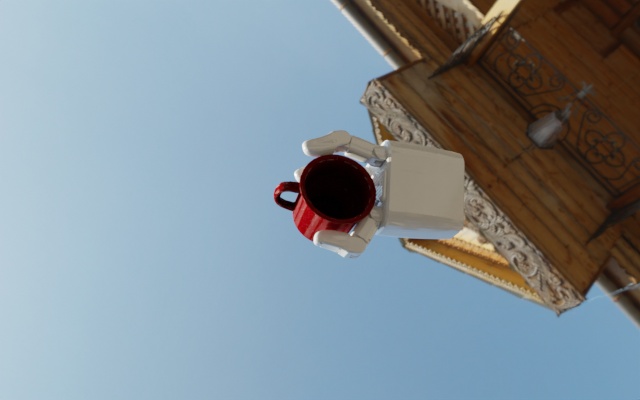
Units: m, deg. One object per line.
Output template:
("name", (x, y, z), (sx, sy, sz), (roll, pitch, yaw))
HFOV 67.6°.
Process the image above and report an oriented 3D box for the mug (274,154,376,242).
("mug", (-0.001, 0.002, 0.588), (0.117, 0.093, 0.081), (7, -29, -12))
